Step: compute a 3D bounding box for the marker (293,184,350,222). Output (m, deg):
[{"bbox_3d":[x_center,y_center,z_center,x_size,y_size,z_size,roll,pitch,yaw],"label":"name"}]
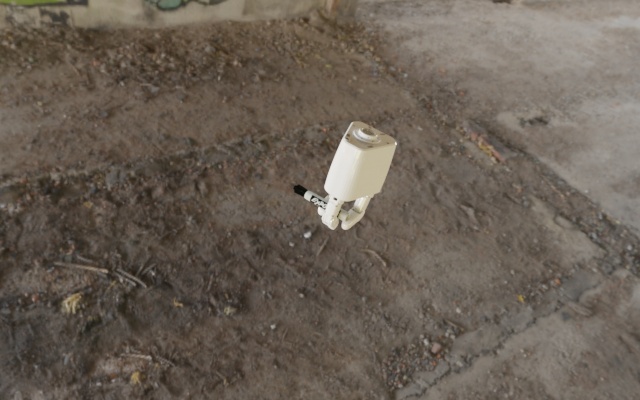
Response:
[{"bbox_3d":[0.000,0.003,0.897,0.121,0.020,0.020,30,10,17],"label":"marker"}]
